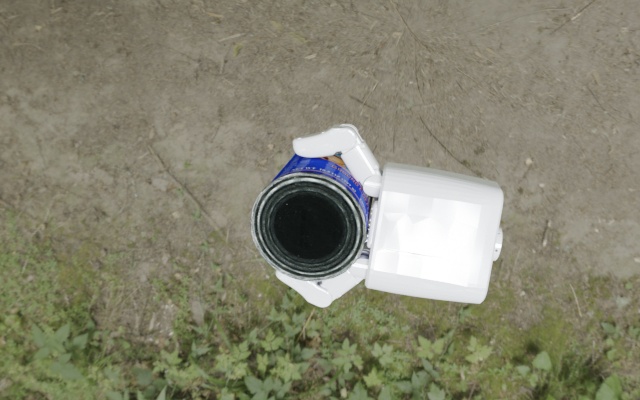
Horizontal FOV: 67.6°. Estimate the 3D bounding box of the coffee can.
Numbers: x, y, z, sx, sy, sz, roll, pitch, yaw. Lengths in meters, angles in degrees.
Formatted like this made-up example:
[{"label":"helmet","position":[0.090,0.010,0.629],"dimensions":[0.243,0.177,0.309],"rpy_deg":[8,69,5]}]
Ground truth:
[{"label":"coffee can","position":[0.000,0.001,0.475],"dimensions":[0.103,0.103,0.140],"rpy_deg":[0,20,10]}]
